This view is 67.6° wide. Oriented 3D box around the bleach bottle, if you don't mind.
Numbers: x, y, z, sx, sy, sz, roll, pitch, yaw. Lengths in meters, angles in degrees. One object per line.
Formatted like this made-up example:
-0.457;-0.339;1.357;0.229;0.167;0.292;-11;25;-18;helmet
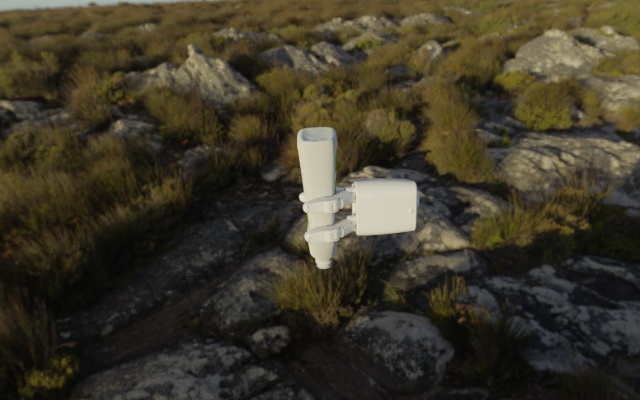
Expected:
0.000;0.003;0.857;0.068;0.251;0.102;-3;23;1;bleach bottle
